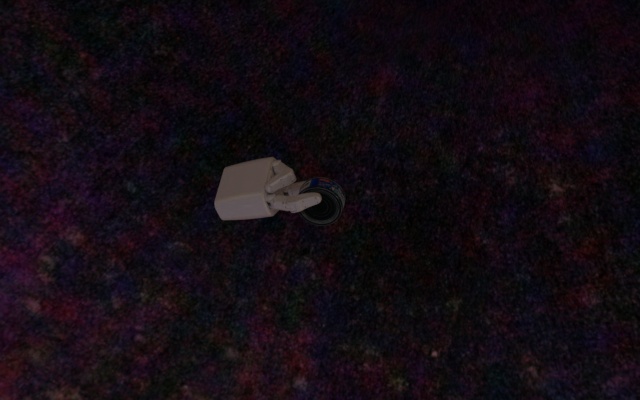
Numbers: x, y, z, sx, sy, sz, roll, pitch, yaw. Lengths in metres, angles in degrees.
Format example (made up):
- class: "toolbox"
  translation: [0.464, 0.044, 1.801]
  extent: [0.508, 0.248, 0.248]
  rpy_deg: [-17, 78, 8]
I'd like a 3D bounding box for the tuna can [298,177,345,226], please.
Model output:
- class: "tuna can"
  translation: [0.000, 0.003, 0.855]
  extent: [0.086, 0.086, 0.033]
  rpy_deg: [0, 34, 12]
